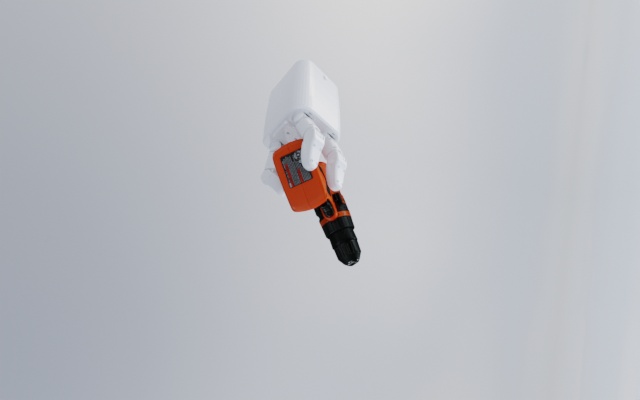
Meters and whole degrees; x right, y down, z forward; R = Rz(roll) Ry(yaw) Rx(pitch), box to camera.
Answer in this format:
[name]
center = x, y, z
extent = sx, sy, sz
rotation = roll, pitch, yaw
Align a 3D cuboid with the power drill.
[power drill]
center = 0.000, 0.002, 0.717
extent = 0.057, 0.184, 0.188
rotation = -26, -22, 7
